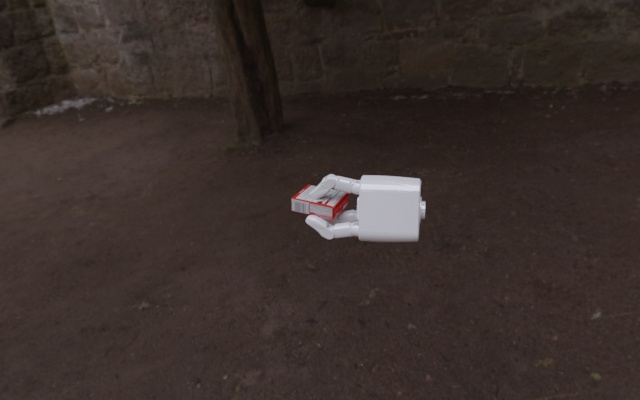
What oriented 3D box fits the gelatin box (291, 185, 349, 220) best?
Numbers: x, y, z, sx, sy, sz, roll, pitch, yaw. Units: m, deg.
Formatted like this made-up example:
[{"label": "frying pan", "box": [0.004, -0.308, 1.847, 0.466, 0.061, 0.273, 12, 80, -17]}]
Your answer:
[{"label": "gelatin box", "box": [0.000, 0.002, 0.899, 0.089, 0.030, 0.073, 12, 28, 21]}]
